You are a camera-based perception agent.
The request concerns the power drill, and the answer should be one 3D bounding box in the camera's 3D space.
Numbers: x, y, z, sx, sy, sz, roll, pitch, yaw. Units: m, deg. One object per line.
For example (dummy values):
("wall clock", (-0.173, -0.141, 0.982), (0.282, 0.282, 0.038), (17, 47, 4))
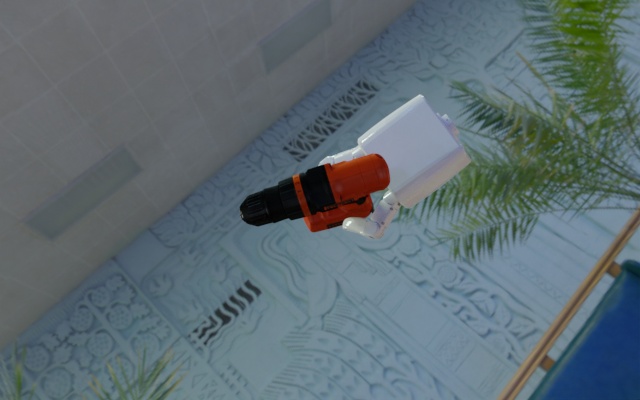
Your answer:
("power drill", (0.000, 0.002, 0.634), (0.184, 0.057, 0.188), (-16, -10, 4))
